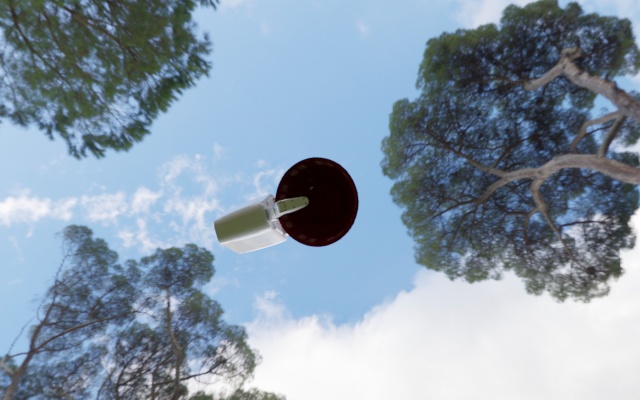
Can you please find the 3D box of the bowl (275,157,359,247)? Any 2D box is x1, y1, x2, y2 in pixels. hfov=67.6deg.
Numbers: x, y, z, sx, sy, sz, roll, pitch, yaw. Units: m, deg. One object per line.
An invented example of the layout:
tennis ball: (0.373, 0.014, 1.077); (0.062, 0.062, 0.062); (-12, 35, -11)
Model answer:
bowl: (0.002, 0.003, 0.876); (0.162, 0.162, 0.055); (0, 0, 22)
